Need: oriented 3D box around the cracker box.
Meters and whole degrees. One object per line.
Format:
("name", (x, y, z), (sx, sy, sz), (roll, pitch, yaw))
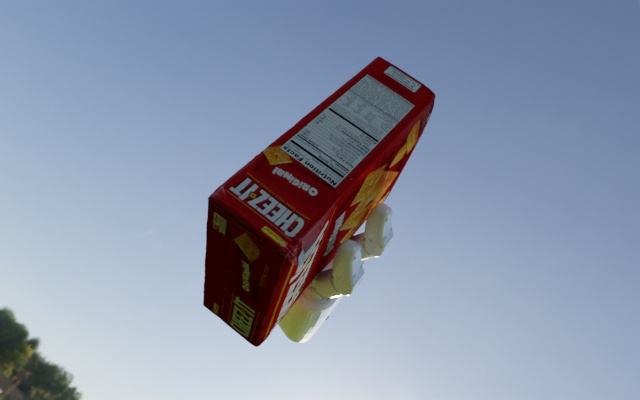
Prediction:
("cracker box", (0.000, 0.001, 0.407), (0.072, 0.213, 0.164), (35, -37, 12))
